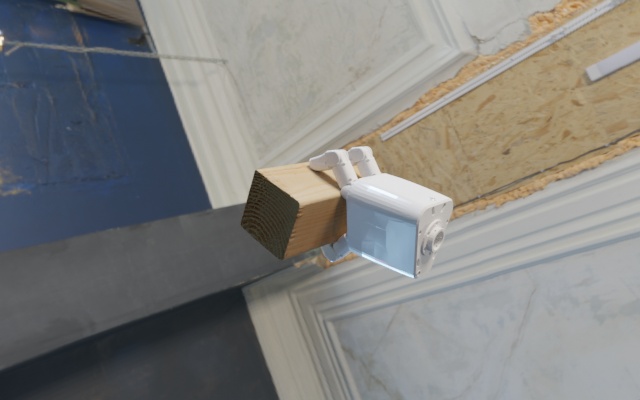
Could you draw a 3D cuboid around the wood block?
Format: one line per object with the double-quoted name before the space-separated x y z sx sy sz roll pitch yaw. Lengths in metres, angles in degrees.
"wood block" 0.000 0.003 0.682 0.090 0.091 0.206 36 31 31
